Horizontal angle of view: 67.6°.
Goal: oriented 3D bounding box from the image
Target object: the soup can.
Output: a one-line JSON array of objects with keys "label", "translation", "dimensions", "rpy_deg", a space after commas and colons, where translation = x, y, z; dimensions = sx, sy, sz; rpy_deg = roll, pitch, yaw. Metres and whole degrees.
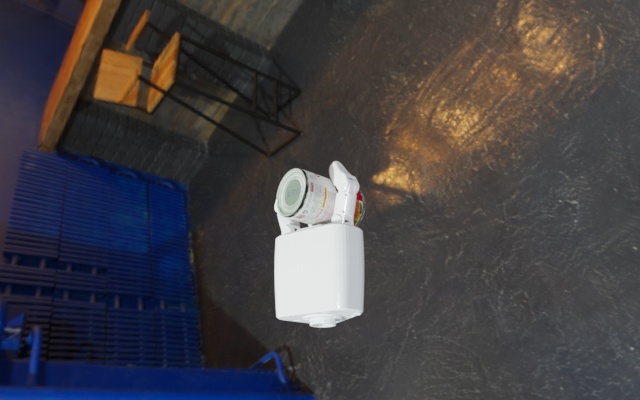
[{"label": "soup can", "translation": [0.000, 0.002, 0.642], "dimensions": [0.102, 0.068, 0.068], "rpy_deg": [18, -11, -36]}]
